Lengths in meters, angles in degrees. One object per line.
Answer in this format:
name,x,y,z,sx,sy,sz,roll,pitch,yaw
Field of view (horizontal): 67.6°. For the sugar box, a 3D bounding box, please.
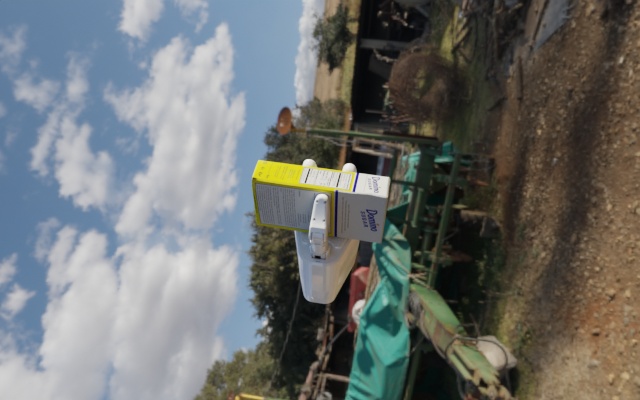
sugar box,0.000,0.002,0.638,0.176,0.048,0.093,7,-43,6
